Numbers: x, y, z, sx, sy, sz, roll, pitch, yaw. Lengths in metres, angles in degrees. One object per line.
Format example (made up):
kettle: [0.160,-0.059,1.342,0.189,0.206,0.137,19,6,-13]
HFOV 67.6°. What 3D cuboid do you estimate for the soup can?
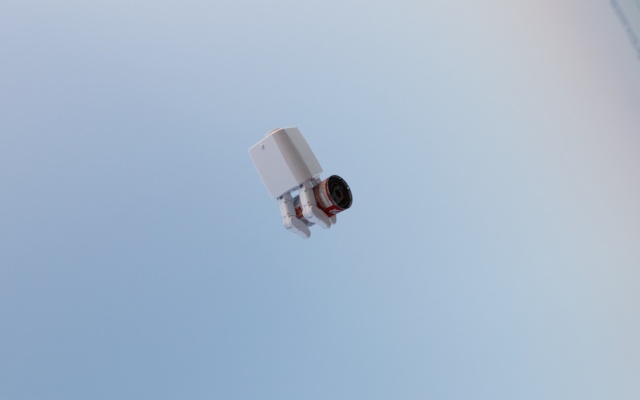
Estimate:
soup can: [0.000,0.003,0.894,0.102,0.068,0.068,-28,-17,36]
